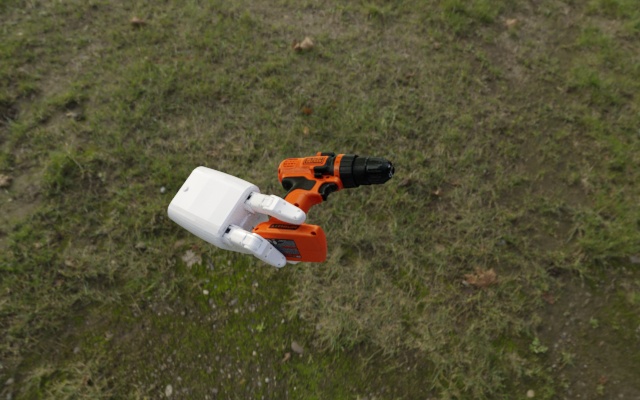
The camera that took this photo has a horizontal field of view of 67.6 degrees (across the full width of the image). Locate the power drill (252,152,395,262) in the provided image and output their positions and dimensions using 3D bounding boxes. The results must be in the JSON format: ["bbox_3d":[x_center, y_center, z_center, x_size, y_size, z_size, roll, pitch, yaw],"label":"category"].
[{"bbox_3d":[0.000,0.002,0.678,0.184,0.057,0.187,-1,40,27],"label":"power drill"}]
